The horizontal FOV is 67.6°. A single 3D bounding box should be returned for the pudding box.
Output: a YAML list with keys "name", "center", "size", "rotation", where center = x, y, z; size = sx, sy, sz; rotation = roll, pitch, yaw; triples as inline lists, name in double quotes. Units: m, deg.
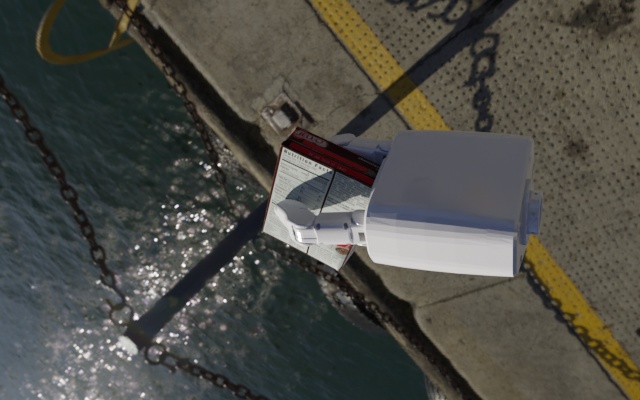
- name: "pudding box"
  center: [0.000, 0.002, 0.432]
  size: [0.090, 0.114, 0.039]
  rotation: [27, 40, 9]
